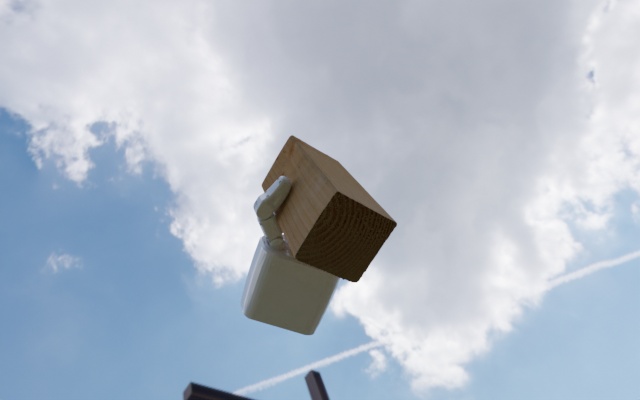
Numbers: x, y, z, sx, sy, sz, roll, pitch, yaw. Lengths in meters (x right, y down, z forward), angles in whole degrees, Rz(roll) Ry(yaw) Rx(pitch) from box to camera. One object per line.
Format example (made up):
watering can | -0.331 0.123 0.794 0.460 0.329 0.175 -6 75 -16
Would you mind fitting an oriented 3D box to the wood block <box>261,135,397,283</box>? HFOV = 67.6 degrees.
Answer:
wood block | 0.000 0.002 0.611 0.091 0.090 0.206 26 14 -27
